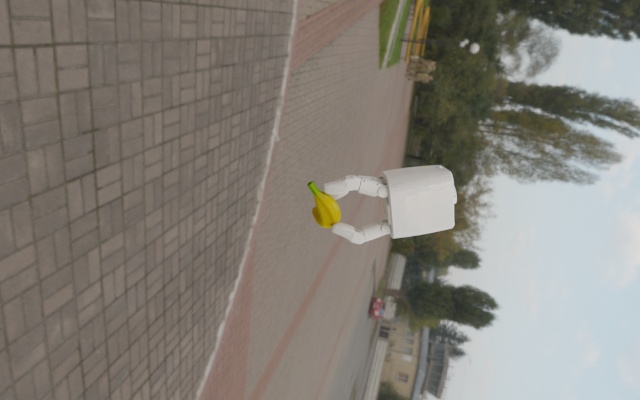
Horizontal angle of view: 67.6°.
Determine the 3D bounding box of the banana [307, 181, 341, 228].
[{"bbox_3d":[0.009,0.018,0.852,0.037,0.069,0.198,-27,-13,-7],"label":"banana"}]
